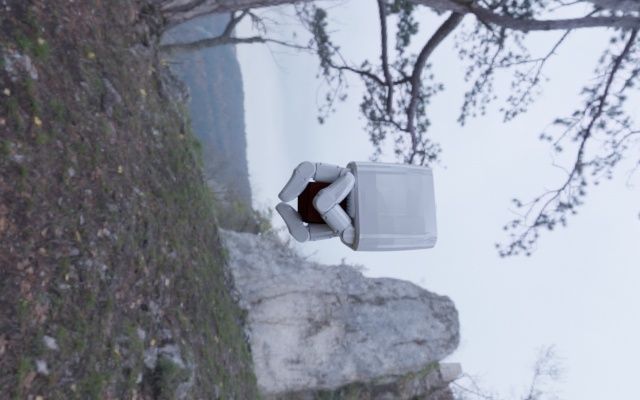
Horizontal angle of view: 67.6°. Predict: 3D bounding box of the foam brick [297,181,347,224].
[{"bbox_3d":[0.000,0.002,0.627,0.051,0.053,0.078,1,4,-11],"label":"foam brick"}]
